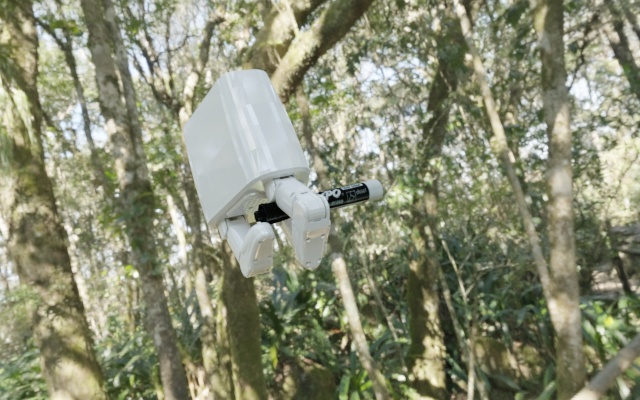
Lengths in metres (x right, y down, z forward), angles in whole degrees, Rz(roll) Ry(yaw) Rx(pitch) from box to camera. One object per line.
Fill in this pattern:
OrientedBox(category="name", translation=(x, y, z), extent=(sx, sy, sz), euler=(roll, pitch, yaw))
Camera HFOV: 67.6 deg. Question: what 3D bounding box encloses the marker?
OrientedBox(category="marker", translation=(0.000, 0.001, 0.411), extent=(0.121, 0.020, 0.020), euler=(-13, 6, -27))
